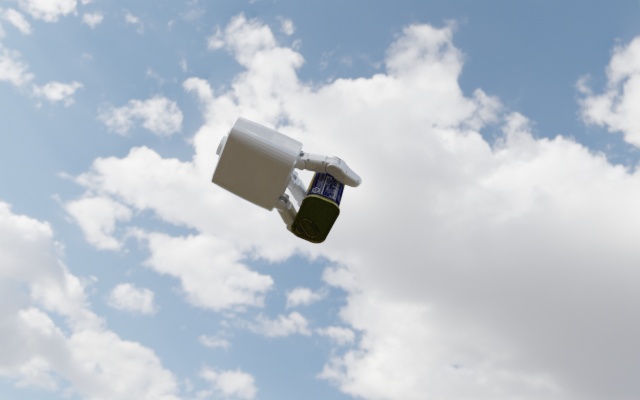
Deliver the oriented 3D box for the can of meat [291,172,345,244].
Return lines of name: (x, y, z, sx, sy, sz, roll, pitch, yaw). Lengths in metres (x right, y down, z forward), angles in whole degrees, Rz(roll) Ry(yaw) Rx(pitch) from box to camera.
can of meat: (0.000, 0.002, 0.737, 0.057, 0.084, 0.102, 22, -44, -4)
